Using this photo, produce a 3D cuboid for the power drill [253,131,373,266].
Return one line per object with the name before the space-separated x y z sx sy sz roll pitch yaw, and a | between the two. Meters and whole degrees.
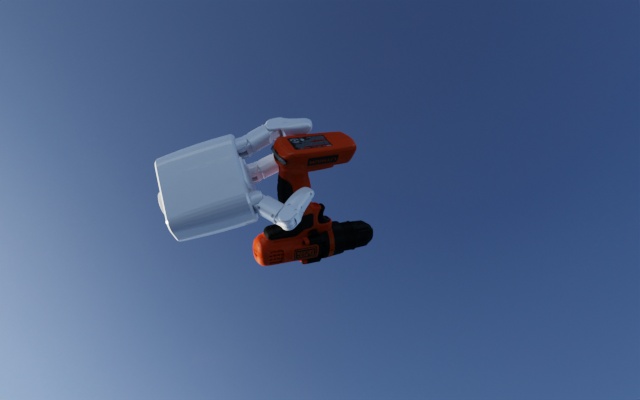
power drill | 0.000 0.002 0.658 0.184 0.188 0.057 -9 33 -24
